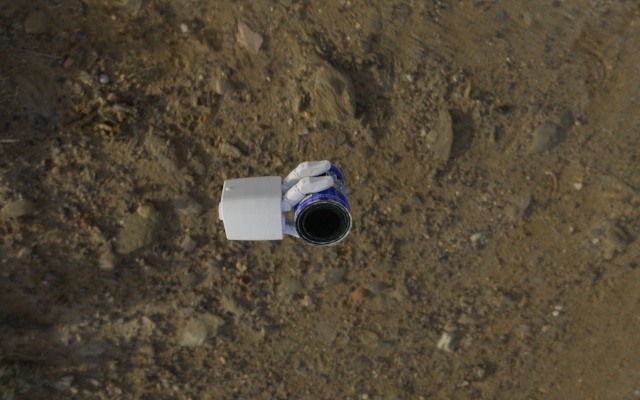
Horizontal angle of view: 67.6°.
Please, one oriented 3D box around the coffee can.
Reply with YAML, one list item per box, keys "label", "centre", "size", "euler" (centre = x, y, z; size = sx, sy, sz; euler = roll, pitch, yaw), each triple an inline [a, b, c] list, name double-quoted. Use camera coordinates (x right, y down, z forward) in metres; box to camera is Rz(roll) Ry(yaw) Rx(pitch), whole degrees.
- label: "coffee can"
  centre: [0.000, 0.003, 0.892]
  size: [0.103, 0.103, 0.140]
  euler: [0, 33, -5]
